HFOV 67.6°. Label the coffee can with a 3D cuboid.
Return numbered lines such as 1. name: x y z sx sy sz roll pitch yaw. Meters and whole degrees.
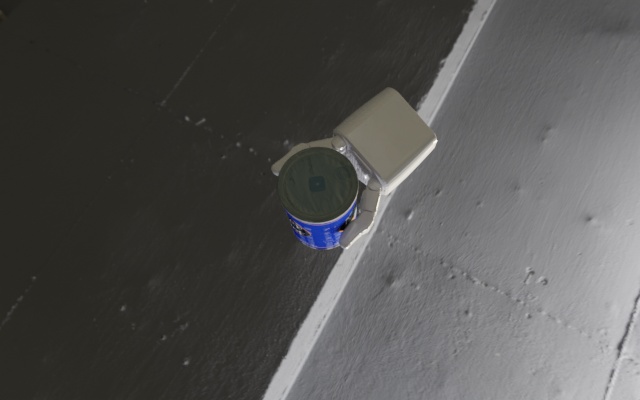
1. coffee can: 0.000 0.002 0.660 0.103 0.102 0.140 0 -20 3
